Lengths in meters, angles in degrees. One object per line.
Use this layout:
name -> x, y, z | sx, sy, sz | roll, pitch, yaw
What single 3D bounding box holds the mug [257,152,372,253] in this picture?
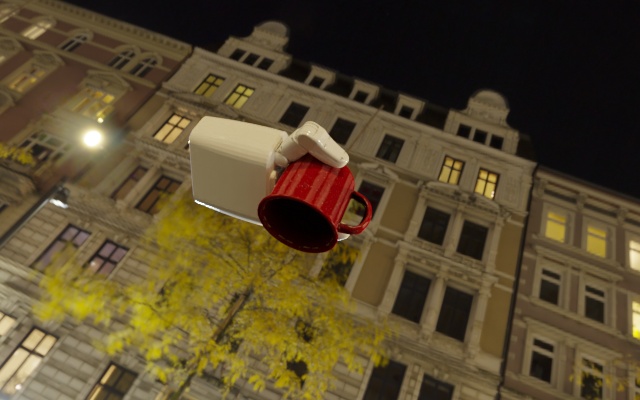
mug -> 0.002, 0.002, 0.528 | 0.117, 0.081, 0.093 | 16, -38, 14
